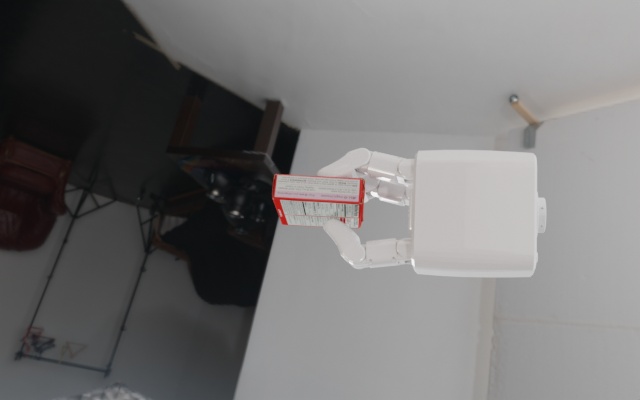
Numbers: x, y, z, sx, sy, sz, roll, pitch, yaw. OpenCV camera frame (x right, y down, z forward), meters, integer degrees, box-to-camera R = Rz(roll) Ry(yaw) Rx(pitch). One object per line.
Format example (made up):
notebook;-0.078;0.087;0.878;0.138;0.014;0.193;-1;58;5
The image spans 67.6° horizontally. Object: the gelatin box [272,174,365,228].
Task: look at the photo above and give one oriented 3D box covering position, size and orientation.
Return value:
gelatin box;0.000;0.002;0.486;0.089;0.030;0.073;2;-22;5
